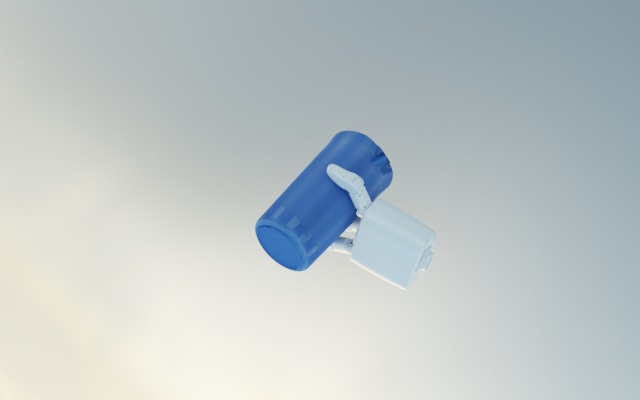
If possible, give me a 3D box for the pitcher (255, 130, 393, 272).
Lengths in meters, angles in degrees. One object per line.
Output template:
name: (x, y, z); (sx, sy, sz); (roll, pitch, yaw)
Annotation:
pitcher: (0.000, 0.003, 0.802); (0.145, 0.149, 0.242); (29, 54, 21)
